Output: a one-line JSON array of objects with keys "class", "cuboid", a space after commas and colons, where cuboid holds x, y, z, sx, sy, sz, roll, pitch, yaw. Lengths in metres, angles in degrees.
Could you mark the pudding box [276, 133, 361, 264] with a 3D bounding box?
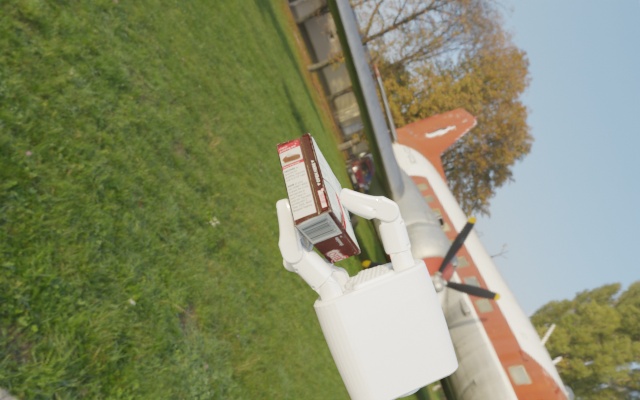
[{"class": "pudding box", "cuboid": [0.000, 0.002, 0.471, 0.039, 0.090, 0.113, -20, -29, 7]}]
